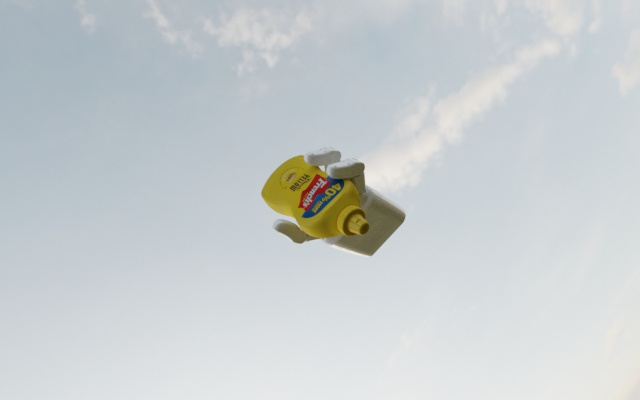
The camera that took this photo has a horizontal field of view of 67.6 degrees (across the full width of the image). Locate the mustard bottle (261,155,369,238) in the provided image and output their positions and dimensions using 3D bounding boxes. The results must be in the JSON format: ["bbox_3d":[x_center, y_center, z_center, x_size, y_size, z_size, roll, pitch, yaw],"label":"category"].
[{"bbox_3d":[0.000,0.002,0.684,0.191,0.096,0.058,32,-20,45],"label":"mustard bottle"}]
